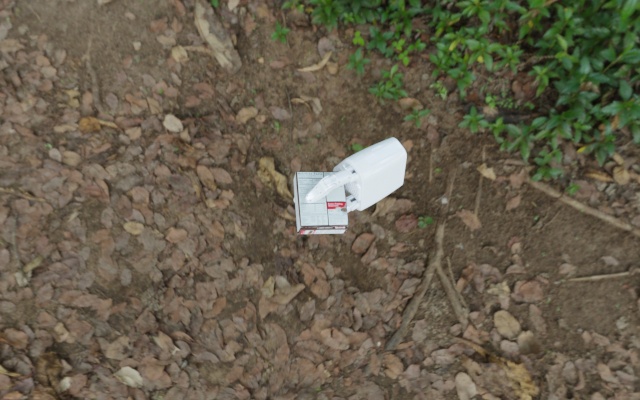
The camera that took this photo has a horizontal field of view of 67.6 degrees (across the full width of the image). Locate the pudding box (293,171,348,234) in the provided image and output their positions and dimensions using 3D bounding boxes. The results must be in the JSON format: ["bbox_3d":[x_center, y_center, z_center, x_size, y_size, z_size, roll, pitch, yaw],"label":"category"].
[{"bbox_3d":[0.000,0.003,0.859,0.090,0.113,0.039,-1,-25,-10],"label":"pudding box"}]
